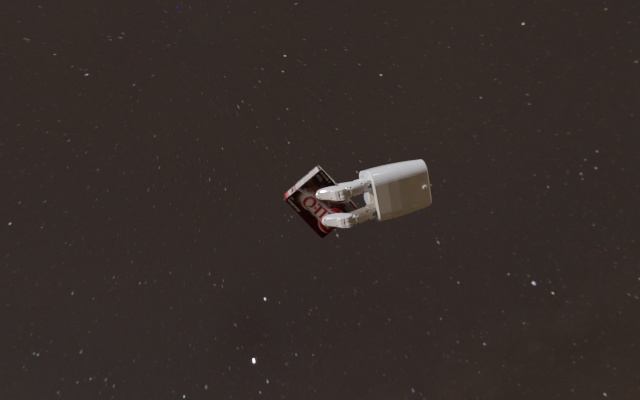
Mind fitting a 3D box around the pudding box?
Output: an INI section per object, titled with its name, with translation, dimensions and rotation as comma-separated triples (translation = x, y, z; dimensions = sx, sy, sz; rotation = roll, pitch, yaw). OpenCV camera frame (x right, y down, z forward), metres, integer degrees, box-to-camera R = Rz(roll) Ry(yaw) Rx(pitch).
[pudding box]
translation = 0.000, 0.003, 0.895
dimensions = 0.090, 0.113, 0.039
rotation = -40, 20, 7
